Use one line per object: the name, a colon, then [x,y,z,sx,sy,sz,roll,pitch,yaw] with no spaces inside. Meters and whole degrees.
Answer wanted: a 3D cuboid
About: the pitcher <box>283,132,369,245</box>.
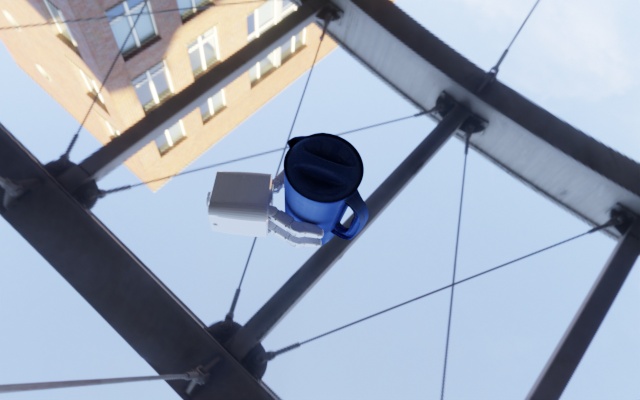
pitcher: [0.000,0.003,0.876,0.145,0.149,0.243,3,-27,-5]
